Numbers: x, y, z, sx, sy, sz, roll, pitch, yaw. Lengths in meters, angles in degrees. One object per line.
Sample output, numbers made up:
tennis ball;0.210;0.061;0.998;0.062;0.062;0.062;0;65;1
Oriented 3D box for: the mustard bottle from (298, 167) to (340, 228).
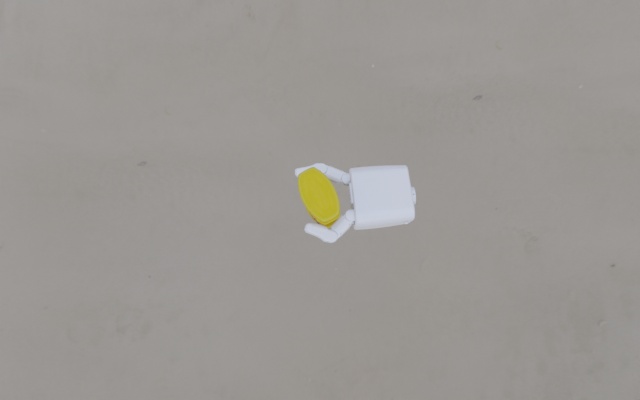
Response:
mustard bottle;0.000;0.003;0.876;0.058;0.096;0.191;-30;-8;-2
